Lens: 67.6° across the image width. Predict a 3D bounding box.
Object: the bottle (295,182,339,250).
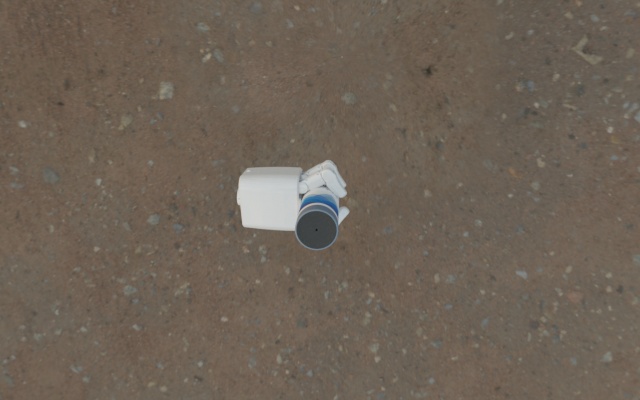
[{"bbox_3d":[0.000,0.003,0.865,0.069,0.069,0.295,0,17,3],"label":"bottle"}]
